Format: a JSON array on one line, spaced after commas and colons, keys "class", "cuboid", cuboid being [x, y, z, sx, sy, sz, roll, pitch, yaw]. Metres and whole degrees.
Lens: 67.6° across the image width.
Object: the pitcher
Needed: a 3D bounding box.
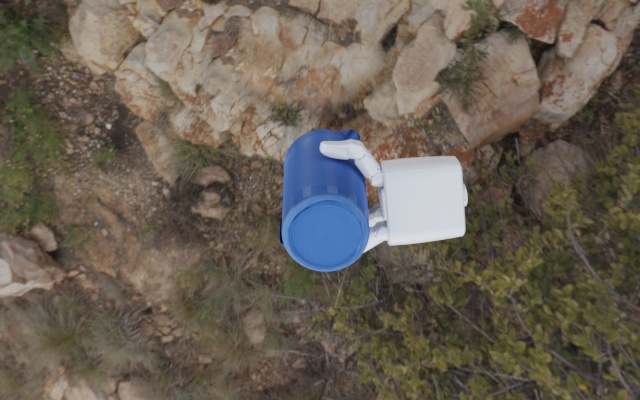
[{"class": "pitcher", "cuboid": [0.000, 0.002, 0.685, 0.145, 0.149, 0.242, -6, 24, 3]}]
